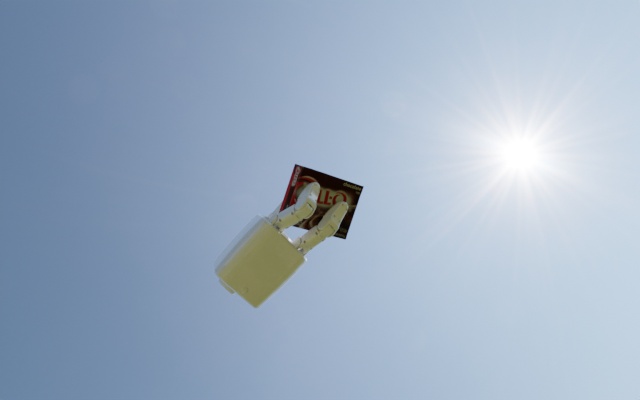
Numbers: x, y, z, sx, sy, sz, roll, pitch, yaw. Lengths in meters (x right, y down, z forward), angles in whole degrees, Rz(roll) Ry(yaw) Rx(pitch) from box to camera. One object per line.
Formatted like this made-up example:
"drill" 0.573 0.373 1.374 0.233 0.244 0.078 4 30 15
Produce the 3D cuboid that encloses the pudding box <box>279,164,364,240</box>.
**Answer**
"pudding box" 0.000 0.002 0.735 0.113 0.090 0.039 16 6 -29
